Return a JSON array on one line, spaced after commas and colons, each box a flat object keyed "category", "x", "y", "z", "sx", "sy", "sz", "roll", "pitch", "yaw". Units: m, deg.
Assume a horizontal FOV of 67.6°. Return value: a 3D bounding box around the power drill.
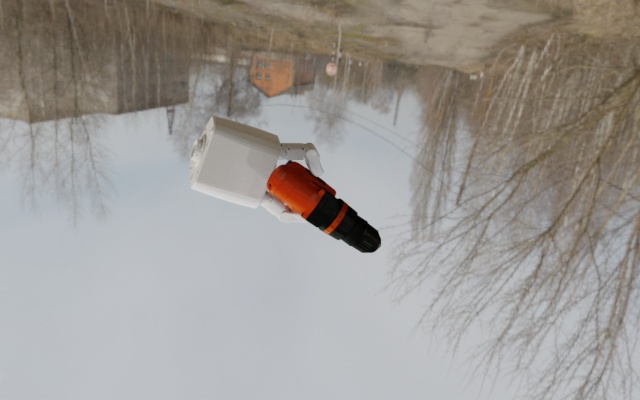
[{"category": "power drill", "x": 0.000, "y": 0.002, "z": 0.728, "sx": 0.184, "sy": 0.057, "sz": 0.187, "roll": 36, "pitch": 2, "yaw": -12}]
